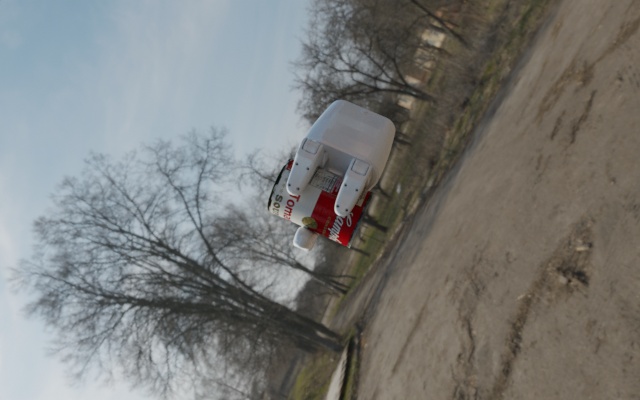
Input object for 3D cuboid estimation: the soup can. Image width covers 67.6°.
[{"bbox_3d":[0.000,0.002,0.536,0.102,0.068,0.068,24,2,5],"label":"soup can"}]
